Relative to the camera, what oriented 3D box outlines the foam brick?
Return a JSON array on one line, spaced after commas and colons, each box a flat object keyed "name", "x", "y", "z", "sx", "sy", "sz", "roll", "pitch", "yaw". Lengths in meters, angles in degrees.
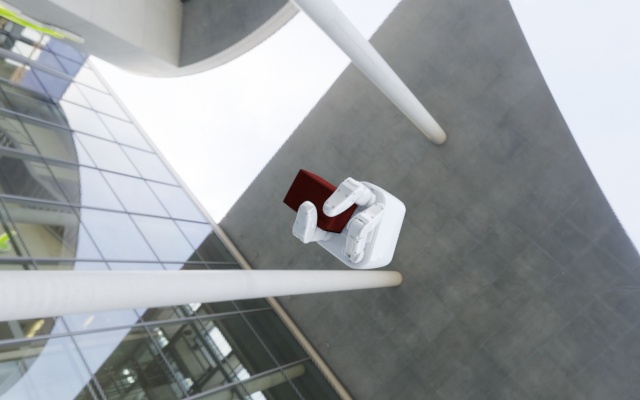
[{"name": "foam brick", "x": 0.000, "y": 0.002, "z": 0.641, "sx": 0.078, "sy": 0.053, "sz": 0.051, "roll": 35, "pitch": 9, "yaw": 27}]
